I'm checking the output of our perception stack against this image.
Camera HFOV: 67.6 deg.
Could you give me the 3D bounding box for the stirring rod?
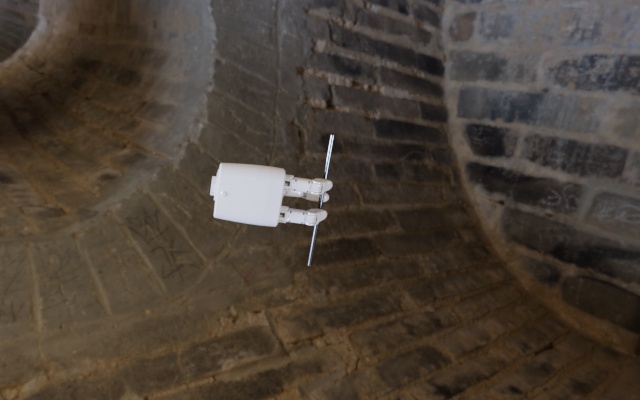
[{"bbox_3d":[0.000,0.003,0.850,0.011,0.239,0.011,10,13,-2],"label":"stirring rod"}]
